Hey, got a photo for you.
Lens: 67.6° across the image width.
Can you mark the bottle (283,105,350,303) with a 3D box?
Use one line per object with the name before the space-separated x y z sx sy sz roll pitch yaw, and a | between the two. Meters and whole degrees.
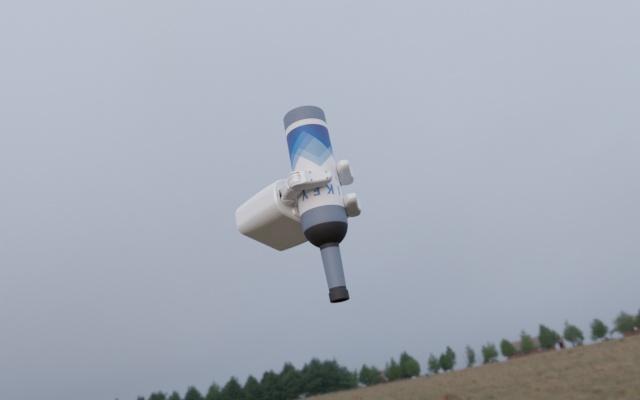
bottle | 0.000 0.002 0.702 0.069 0.295 0.069 -10 -22 -4
